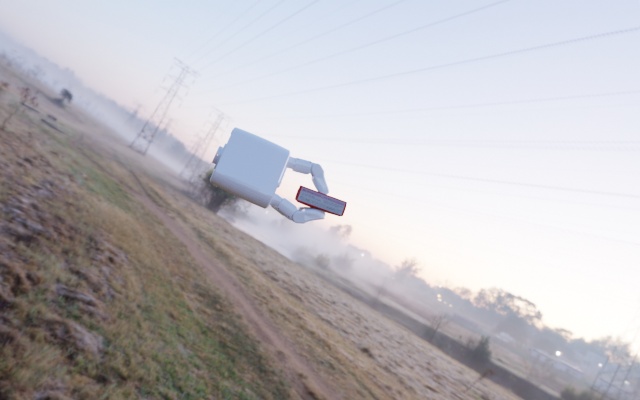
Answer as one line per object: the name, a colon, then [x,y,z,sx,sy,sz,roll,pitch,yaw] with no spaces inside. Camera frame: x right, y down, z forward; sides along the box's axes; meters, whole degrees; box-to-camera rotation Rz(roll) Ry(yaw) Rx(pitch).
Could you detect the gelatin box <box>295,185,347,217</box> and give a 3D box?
gelatin box: [0.001,0.002,0.852,0.089,0.030,0.073,19,-3,0]
